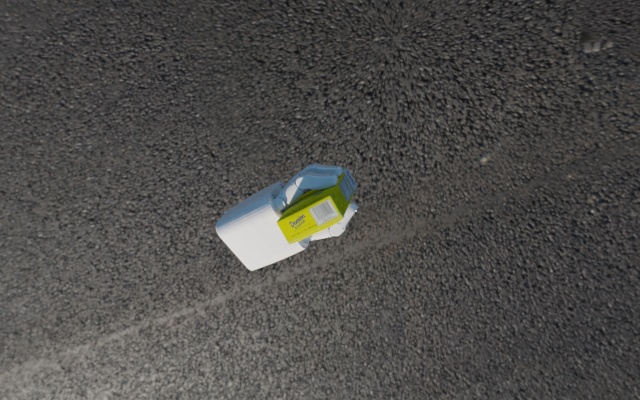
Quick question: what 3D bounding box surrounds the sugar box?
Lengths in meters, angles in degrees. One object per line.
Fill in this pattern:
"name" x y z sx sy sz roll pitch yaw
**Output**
"sugar box" 0.000 0.002 0.745 0.093 0.048 0.176 -26 13 16
